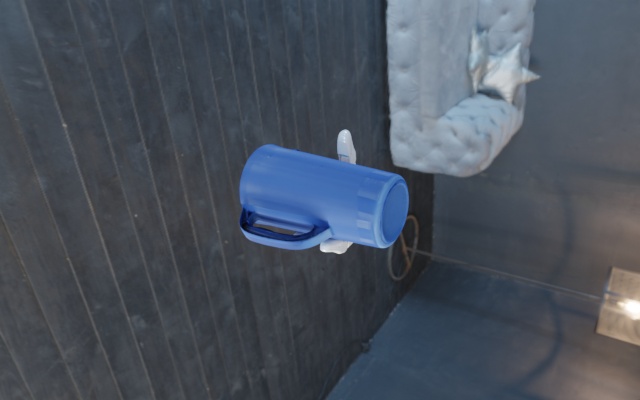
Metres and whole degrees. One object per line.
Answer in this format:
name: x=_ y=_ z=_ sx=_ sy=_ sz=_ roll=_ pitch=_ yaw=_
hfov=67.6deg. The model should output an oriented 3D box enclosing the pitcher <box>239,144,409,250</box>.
pitcher: x=0.000 y=0.002 z=0.730 sx=0.243 sy=0.149 sz=0.145 roll=13 pitch=7 yaw=31
